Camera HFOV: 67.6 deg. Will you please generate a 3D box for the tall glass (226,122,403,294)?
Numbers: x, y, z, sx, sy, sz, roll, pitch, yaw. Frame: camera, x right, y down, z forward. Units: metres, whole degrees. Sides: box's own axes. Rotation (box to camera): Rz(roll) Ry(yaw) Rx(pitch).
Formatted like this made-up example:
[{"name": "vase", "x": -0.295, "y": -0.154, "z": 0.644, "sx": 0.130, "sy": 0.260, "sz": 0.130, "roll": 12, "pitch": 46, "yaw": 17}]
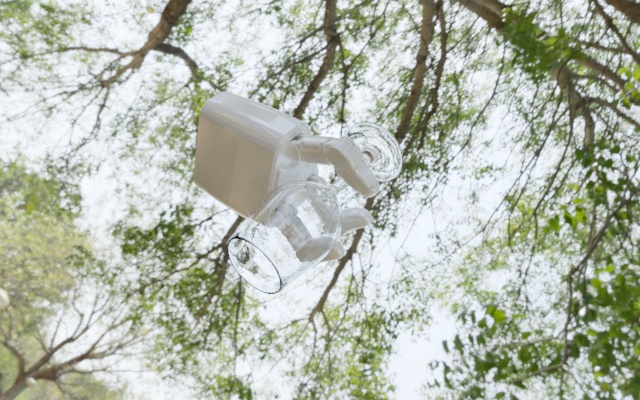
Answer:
[{"name": "tall glass", "x": 0.001, "y": 0.001, "z": 0.462, "sx": 0.079, "sy": 0.079, "sz": 0.201, "roll": 0, "pitch": 33, "yaw": 43}]
